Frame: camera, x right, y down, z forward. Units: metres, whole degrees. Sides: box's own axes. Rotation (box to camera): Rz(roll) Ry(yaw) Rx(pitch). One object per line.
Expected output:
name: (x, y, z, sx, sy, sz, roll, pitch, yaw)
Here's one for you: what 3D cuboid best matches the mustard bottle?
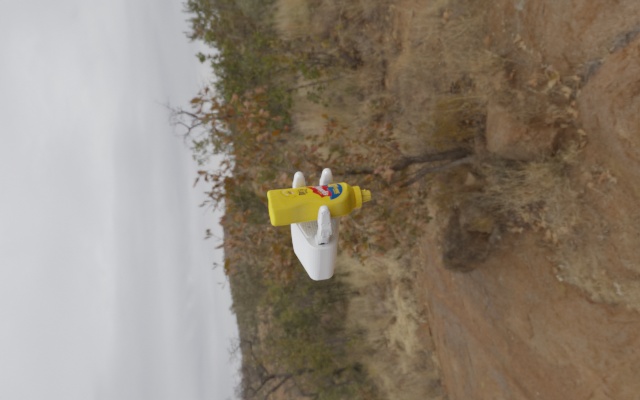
mustard bottle: (0.000, 0.003, 0.890, 0.191, 0.058, 0.096, -7, 20, -8)
